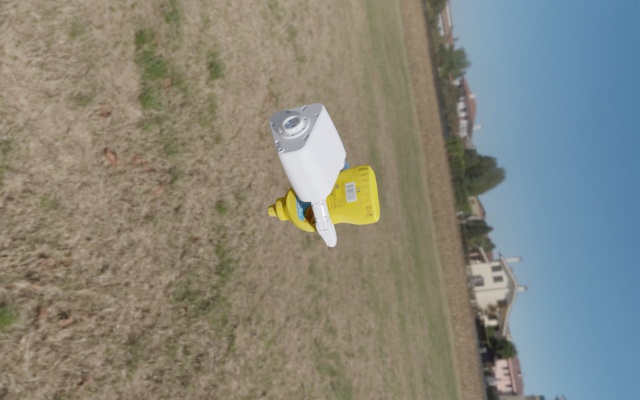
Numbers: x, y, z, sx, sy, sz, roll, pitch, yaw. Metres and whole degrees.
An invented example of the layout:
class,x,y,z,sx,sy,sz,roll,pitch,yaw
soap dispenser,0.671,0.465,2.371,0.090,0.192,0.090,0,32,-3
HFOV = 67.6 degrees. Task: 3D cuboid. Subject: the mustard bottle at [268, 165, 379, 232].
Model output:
class,x,y,z,sx,sy,sz,roll,pitch,yaw
mustard bottle,0.000,0.003,0.814,0.191,0.096,0.058,-10,-17,16
